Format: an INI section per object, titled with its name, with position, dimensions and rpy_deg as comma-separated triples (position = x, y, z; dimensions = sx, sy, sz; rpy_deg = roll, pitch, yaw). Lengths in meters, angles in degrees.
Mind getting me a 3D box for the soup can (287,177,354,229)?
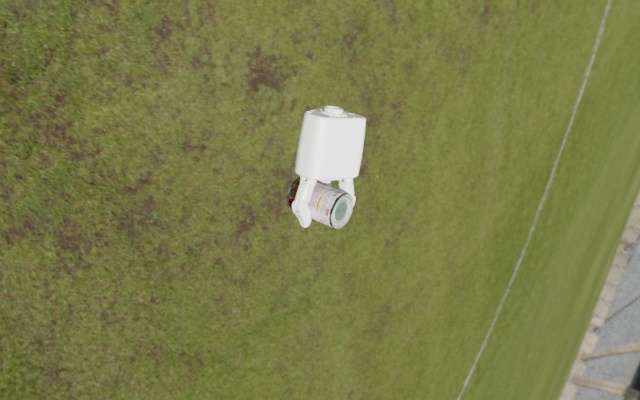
[soup can]
position = 0.000, 0.003, 0.859
dimensions = 0.102, 0.068, 0.068
rpy_deg = 23, 13, 33
